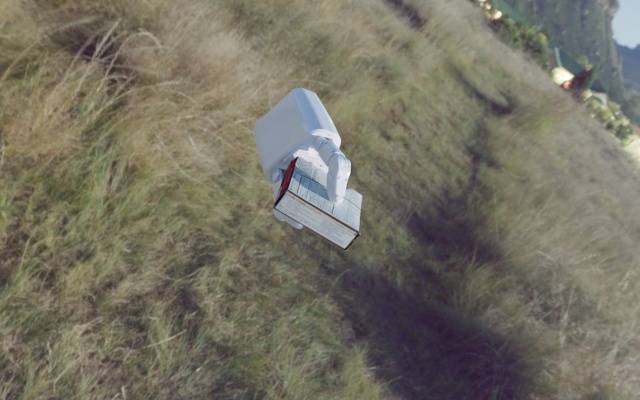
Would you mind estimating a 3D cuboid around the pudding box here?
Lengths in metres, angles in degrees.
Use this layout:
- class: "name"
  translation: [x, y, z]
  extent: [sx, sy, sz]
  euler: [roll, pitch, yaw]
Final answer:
- class: "pudding box"
  translation: [0.000, 0.002, 0.622]
  extent: [0.113, 0.039, 0.090]
  euler: [30, 33, -12]
